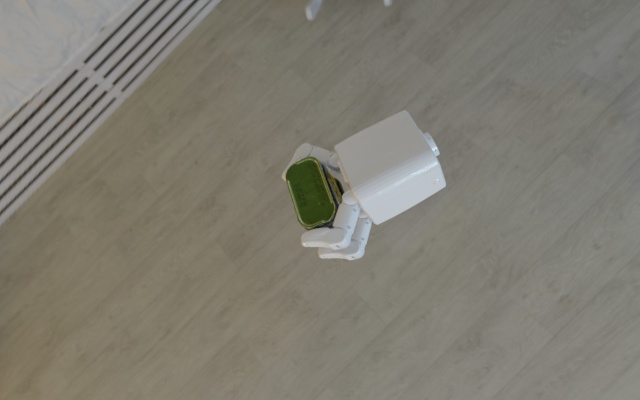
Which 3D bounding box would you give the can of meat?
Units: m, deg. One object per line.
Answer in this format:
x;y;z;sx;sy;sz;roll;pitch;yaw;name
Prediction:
0.000;0.002;0.634;0.057;0.102;0.084;-25;-26;11;can of meat
